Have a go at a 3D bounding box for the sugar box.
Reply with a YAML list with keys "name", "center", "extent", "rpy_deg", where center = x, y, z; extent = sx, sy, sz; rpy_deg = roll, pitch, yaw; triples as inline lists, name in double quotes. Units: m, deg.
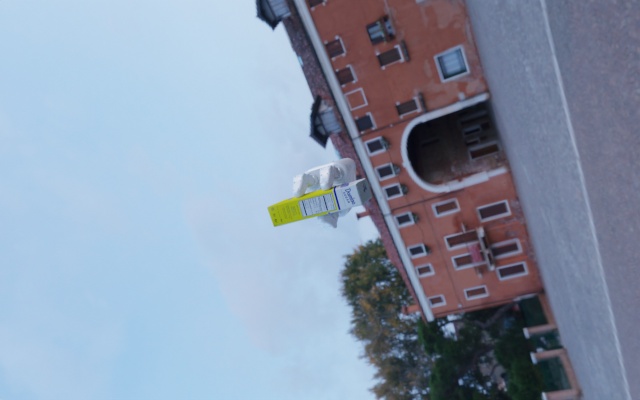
- name: "sugar box"
  center: [0.000, 0.002, 0.885]
  extent: [0.176, 0.048, 0.093]
  rpy_deg: [-17, 4, 18]
